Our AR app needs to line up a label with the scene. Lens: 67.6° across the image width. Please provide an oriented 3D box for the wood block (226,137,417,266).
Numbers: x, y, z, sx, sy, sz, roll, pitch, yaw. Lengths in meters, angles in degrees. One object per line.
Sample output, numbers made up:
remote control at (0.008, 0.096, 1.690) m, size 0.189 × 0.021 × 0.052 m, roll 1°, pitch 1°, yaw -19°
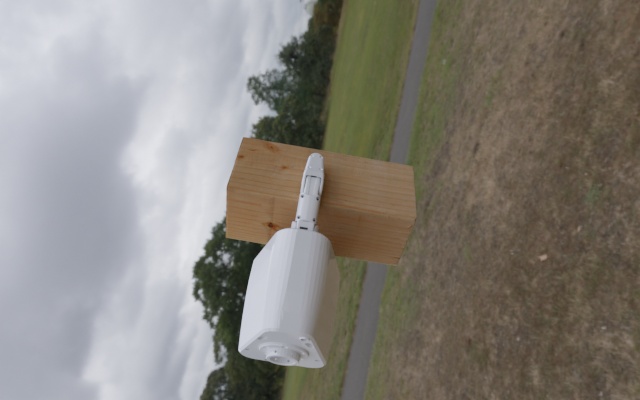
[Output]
wood block at (0.000, 0.002, 0.566) m, size 0.206 × 0.090 × 0.091 m, roll 10°, pitch -45°, yaw -2°
